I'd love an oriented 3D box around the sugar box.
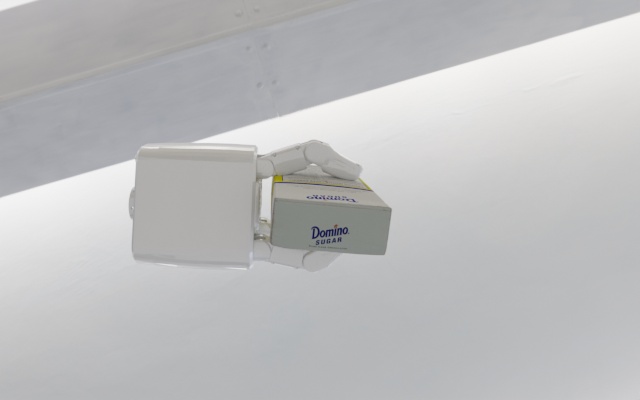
[{"bbox_3d":[0.000,0.002,0.444,0.093,0.048,0.176,5,15,-6],"label":"sugar box"}]
